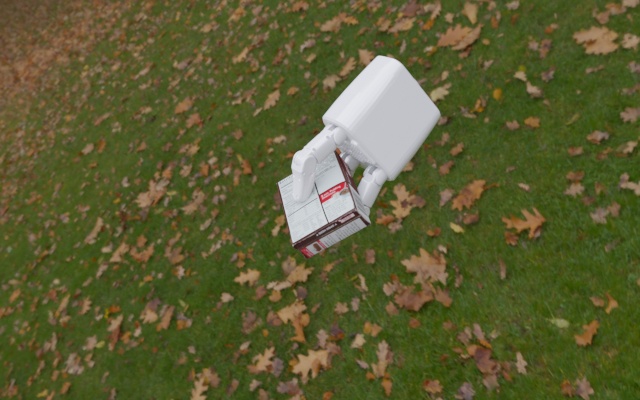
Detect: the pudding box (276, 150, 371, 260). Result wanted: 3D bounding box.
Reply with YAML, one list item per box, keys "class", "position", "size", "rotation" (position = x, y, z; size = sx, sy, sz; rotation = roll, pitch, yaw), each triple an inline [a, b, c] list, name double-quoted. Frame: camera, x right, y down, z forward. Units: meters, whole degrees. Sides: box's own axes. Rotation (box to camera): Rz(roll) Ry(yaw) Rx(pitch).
- class: "pudding box"
  position: [0.000, 0.002, 0.580]
  size: [0.090, 0.113, 0.039]
  rotation: [-31, -46, 14]
